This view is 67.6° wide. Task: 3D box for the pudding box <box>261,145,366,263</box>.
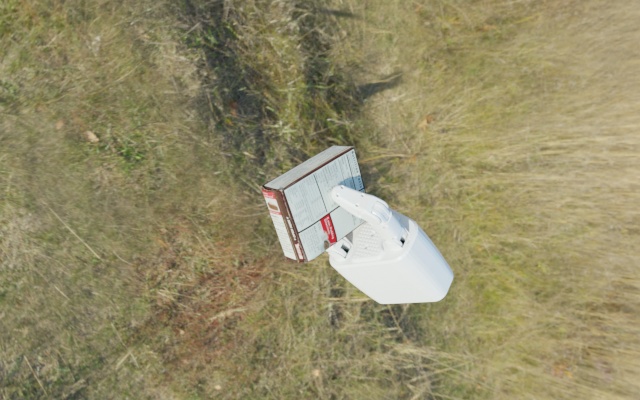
[{"bbox_3d":[0.000,0.002,0.517,0.039,0.090,0.113,7,32,47],"label":"pudding box"}]
